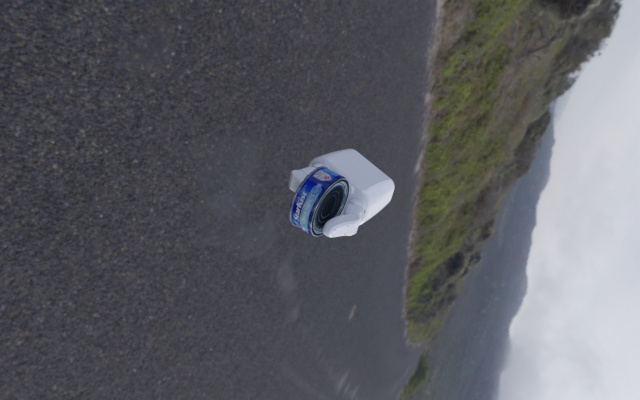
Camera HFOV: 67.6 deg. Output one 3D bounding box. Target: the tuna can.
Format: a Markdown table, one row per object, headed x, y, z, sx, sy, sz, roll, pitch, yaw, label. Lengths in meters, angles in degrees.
| x | y | z | sx | sy | sz | roll | pitch | yaw | label |
| --- | --- | --- | --- | --- | --- | --- | --- | --- | --- |
| 0.001 | 0.002 | 0.606 | 0.033 | 0.086 | 0.086 | 29 | 13 | 24 | tuna can |
